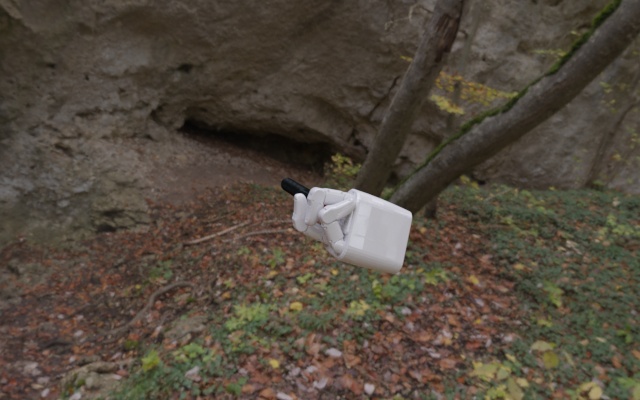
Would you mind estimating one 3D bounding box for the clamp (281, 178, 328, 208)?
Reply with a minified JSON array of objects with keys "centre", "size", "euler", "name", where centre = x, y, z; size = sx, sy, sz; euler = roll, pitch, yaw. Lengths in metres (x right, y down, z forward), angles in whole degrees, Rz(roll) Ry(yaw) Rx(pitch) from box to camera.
[{"centre":[0.000,0.002,0.839],"size":[0.120,0.039,0.171],"euler":[15,11,-19],"name":"clamp"}]
